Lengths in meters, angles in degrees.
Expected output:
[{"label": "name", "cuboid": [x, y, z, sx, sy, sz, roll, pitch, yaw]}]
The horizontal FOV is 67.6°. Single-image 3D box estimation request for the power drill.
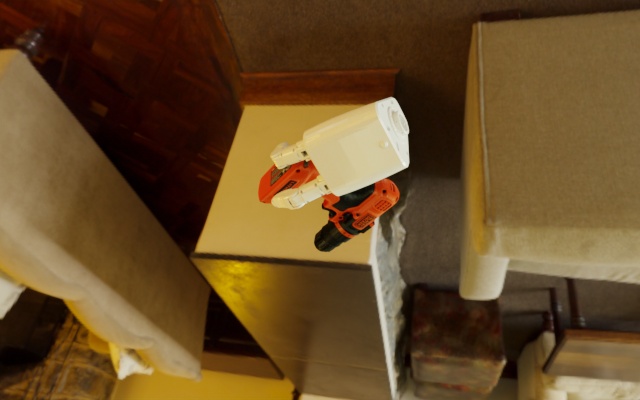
[{"label": "power drill", "cuboid": [0.000, 0.002, 0.744, 0.188, 0.057, 0.184, 26, -51, -30]}]
